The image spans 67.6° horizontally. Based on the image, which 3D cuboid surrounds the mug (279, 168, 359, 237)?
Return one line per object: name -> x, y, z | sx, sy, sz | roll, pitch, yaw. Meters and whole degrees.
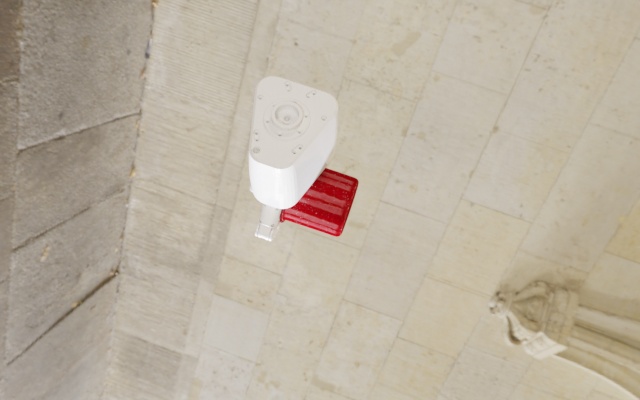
mug -> 0.000, 0.003, 0.639 | 0.081, 0.093, 0.117 | 19, -20, 5
